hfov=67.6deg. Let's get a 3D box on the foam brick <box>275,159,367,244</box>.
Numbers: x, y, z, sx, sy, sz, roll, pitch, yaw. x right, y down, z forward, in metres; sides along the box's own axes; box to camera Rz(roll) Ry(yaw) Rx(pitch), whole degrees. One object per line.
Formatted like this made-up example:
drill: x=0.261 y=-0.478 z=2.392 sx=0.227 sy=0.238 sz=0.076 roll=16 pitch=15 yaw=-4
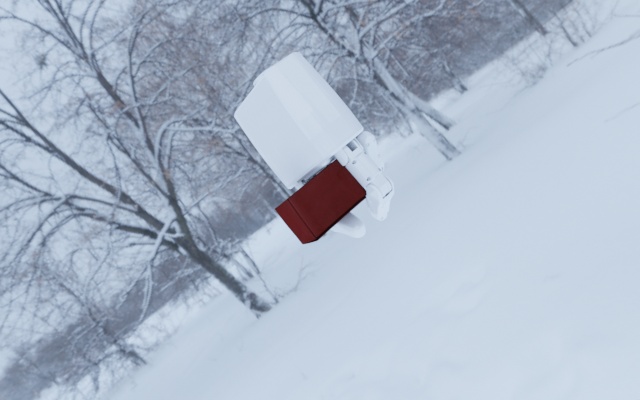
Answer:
foam brick: x=0.000 y=0.002 z=0.504 sx=0.078 sy=0.051 sz=0.053 roll=-40 pitch=5 yaw=-23
